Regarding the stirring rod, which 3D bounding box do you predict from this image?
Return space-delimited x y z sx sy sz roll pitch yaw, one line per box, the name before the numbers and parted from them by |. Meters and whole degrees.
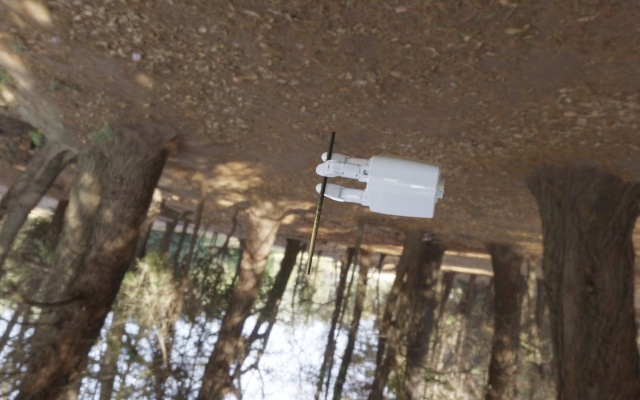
stirring rod | 0.000 0.002 0.787 0.011 0.239 0.011 10 -7 1
